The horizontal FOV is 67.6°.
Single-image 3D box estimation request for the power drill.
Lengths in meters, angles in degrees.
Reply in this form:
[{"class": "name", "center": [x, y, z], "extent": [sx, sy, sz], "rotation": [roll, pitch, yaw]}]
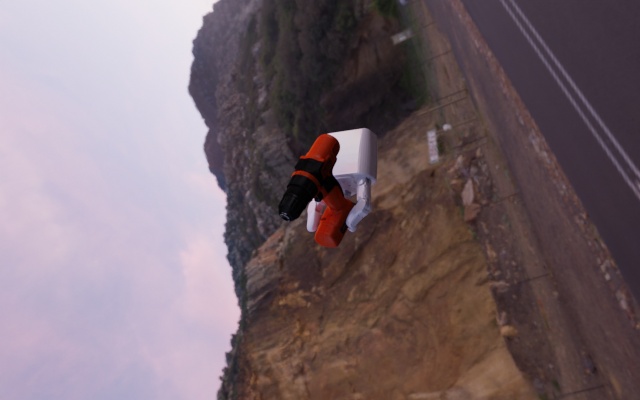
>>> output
[{"class": "power drill", "center": [0.000, 0.003, 0.862], "extent": [0.057, 0.184, 0.188], "rotation": [14, -33, 28]}]
